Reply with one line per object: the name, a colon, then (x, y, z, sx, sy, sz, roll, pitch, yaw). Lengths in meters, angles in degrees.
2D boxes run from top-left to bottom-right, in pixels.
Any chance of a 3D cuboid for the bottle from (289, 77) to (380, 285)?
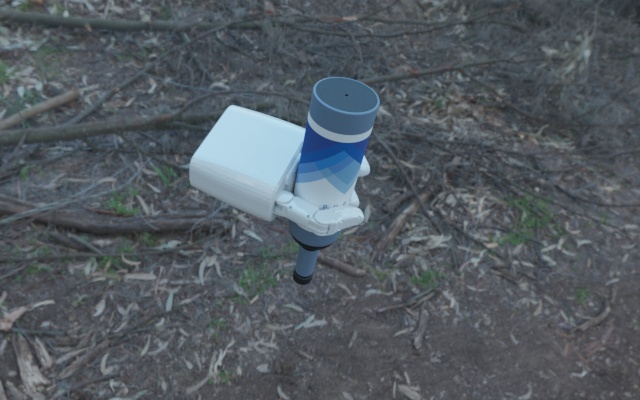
bottle: (0.000, 0.002, 0.564, 0.069, 0.296, 0.069, 7, 43, -7)
